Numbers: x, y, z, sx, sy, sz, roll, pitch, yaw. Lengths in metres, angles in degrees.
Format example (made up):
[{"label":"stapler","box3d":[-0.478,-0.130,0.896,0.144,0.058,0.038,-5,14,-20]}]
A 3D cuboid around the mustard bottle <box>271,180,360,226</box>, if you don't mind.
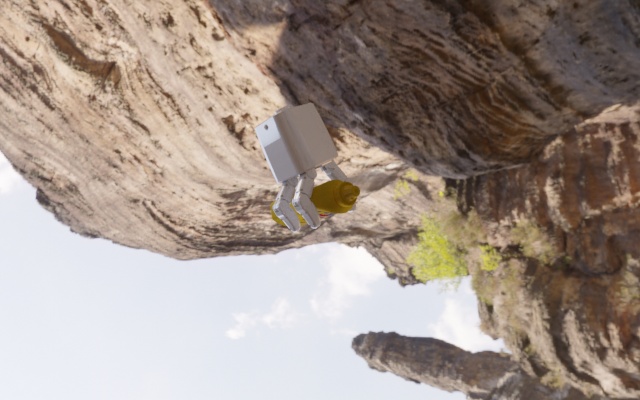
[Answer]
[{"label":"mustard bottle","box3d":[0.000,0.003,0.828,0.096,0.058,0.191,3,-13,-37]}]
